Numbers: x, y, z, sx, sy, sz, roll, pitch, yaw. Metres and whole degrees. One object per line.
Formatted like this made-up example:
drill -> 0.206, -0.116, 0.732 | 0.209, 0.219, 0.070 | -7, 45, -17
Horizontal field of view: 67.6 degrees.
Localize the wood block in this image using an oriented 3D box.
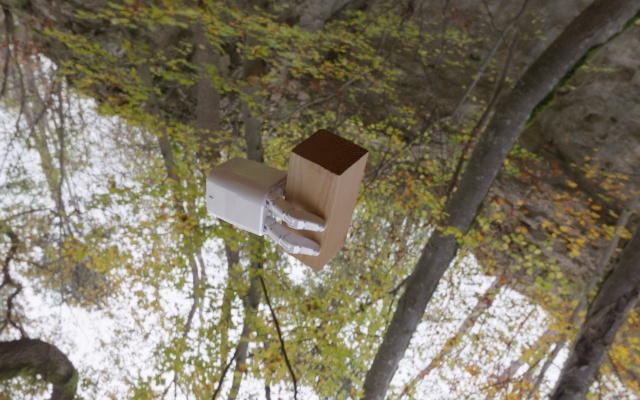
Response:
wood block -> 0.000, 0.002, 0.777 | 0.090, 0.206, 0.090 | 28, 43, 19
